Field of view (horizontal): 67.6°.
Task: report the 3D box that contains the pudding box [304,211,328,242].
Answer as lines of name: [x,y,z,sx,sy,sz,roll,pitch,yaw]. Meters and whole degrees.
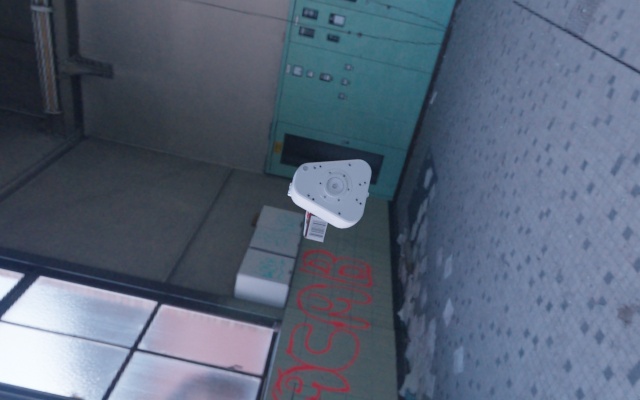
pudding box: [0.000,0.003,0.846,0.039,0.113,0.090,13,23,-5]
